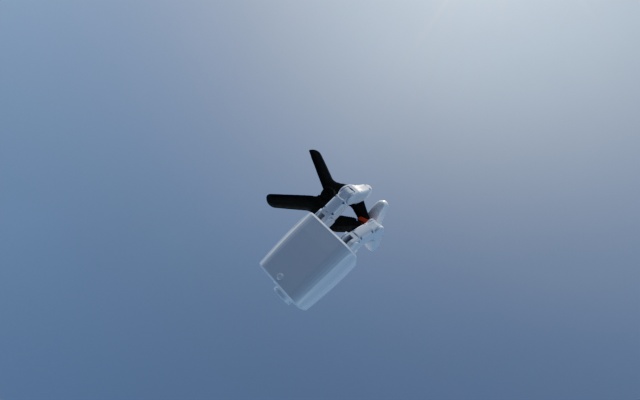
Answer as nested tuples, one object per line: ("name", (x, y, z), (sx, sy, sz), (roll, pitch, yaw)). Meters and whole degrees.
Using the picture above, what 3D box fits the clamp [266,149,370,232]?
("clamp", (0.000, 0.003, 0.743), (0.171, 0.120, 0.039), (42, -8, 30))
